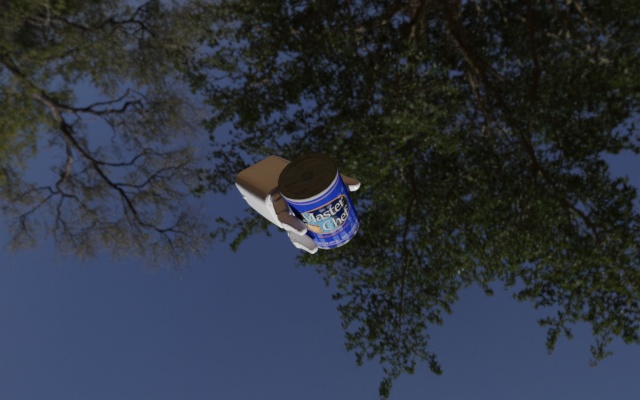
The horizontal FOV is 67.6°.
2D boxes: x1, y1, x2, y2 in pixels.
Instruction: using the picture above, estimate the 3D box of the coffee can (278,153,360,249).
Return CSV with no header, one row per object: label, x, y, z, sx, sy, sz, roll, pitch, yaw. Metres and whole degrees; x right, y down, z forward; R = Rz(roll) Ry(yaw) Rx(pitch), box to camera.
coffee can,0.000,0.003,0.822,0.103,0.102,0.140,0,-39,24
